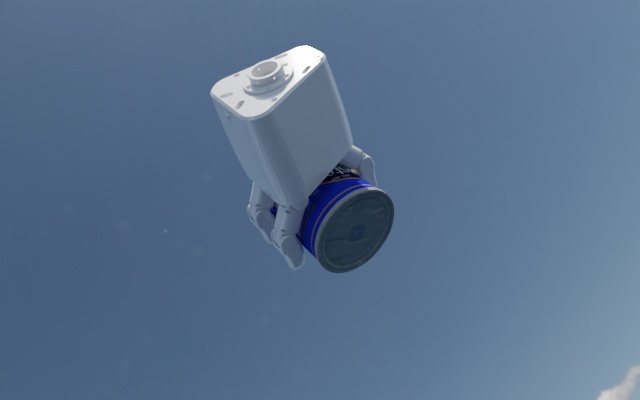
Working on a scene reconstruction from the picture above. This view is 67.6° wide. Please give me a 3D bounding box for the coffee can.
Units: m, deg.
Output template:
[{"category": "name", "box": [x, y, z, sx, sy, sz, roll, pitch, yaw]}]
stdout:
[{"category": "coffee can", "box": [0.000, 0.002, 0.549, 0.103, 0.103, 0.140, 0, 28, -40]}]
